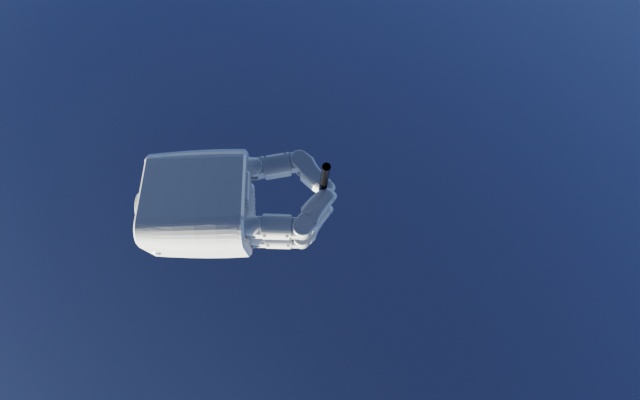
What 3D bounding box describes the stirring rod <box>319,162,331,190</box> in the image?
[{"bbox_3d":[0.000,0.002,0.539,0.011,0.011,0.239,0,-15,-3],"label":"stirring rod"}]
